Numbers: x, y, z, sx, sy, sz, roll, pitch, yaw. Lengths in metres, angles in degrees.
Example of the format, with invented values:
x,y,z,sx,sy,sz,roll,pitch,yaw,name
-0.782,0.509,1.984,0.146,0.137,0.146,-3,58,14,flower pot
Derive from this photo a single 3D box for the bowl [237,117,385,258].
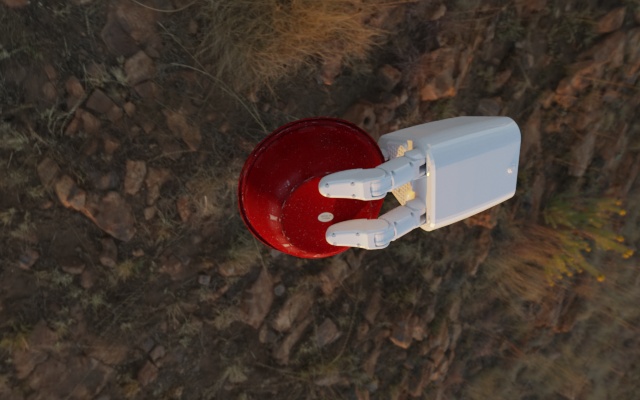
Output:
x,y,z,sx,sy,sz,roll,pitch,yaw,name
-0.001,0.002,0.478,0.162,0.162,0.055,0,28,-16,bowl
